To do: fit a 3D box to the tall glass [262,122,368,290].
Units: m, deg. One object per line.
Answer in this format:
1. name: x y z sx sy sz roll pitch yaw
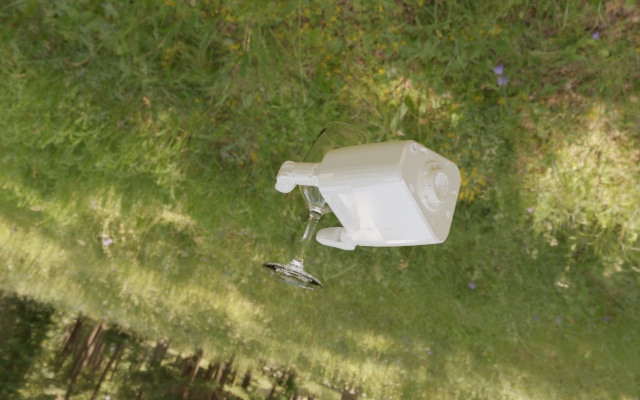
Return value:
1. tall glass: 0.000 0.002 0.583 0.079 0.201 0.079 17 -23 7
